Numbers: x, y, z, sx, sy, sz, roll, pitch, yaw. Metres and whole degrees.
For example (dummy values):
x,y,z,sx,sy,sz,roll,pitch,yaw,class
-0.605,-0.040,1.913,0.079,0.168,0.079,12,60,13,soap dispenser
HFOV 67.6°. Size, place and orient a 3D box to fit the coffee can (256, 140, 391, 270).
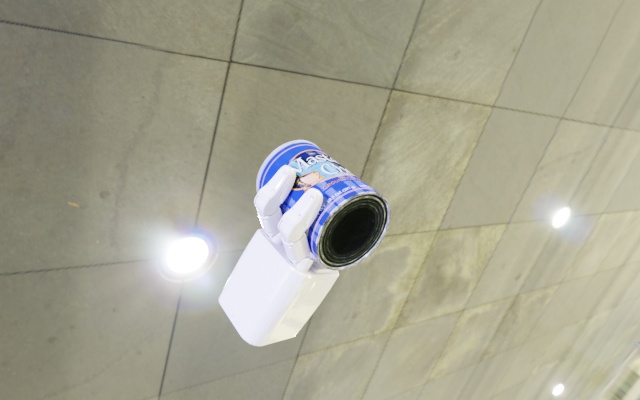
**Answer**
x,y,z,sx,sy,sz,roll,pitch,yaw,class
0.000,0.002,0.576,0.103,0.103,0.140,0,29,-39,coffee can
